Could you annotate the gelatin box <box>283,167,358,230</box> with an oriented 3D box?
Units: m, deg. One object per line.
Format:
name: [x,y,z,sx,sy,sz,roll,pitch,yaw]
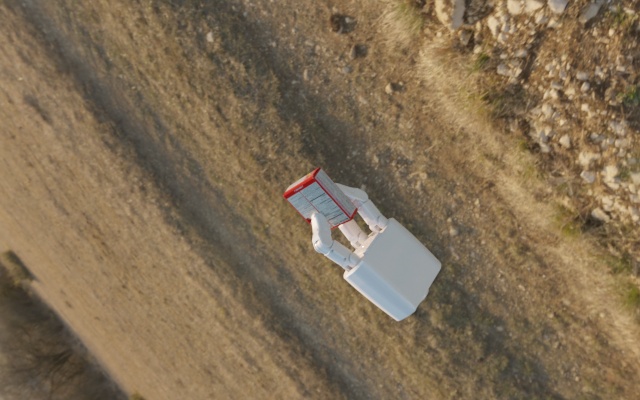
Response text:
gelatin box: [0.000,0.002,0.711,0.073,0.089,0.030,-29,21,43]
